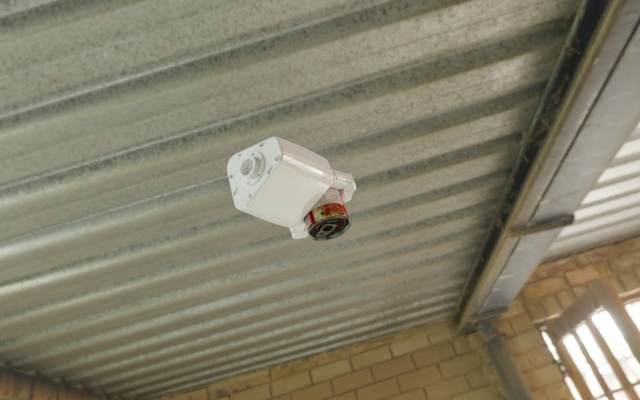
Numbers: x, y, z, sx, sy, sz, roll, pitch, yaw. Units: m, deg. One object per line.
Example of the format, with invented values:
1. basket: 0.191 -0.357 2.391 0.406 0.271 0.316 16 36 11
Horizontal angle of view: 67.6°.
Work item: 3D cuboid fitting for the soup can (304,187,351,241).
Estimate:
1. soup can: 0.000 0.002 0.746 0.068 0.102 0.068 -14 -31 -8
